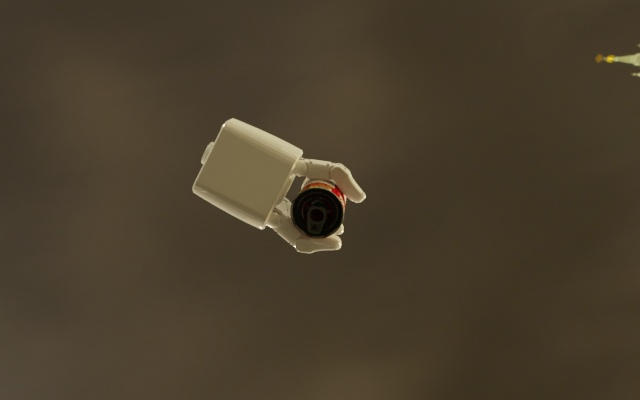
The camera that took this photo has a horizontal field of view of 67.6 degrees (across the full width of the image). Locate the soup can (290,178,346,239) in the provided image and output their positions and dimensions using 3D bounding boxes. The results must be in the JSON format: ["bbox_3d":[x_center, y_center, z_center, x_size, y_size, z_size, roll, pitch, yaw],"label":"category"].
[{"bbox_3d":[0.001,0.002,0.644,0.068,0.068,0.102,0,17,6],"label":"soup can"}]
